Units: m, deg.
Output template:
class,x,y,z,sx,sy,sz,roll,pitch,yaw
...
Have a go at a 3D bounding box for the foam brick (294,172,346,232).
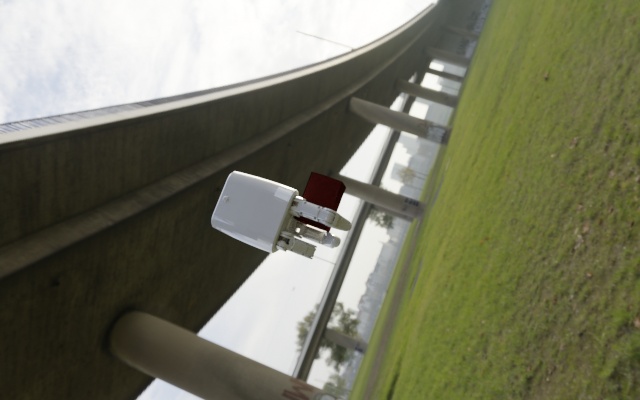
class,x,y,z,sx,sy,sz,roll,pitch,yaw
foam brick,0.000,0.002,0.732,0.051,0.078,0.053,20,-7,12
